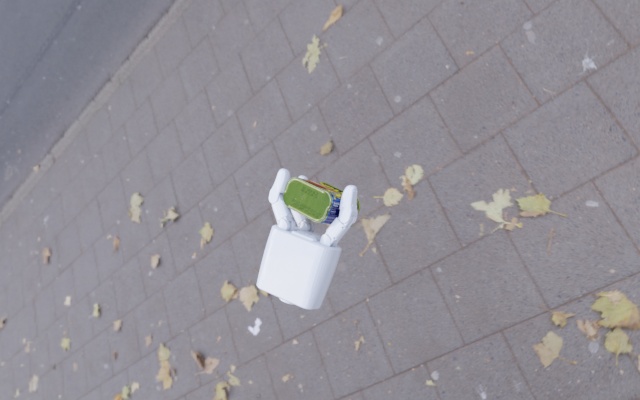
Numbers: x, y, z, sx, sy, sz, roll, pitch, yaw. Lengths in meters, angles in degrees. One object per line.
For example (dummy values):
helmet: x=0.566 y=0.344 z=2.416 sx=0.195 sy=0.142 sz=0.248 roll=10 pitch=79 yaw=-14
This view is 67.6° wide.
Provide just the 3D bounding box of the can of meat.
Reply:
can of meat: x=0.000 y=0.002 z=0.782 sx=0.102 sy=0.057 sz=0.084 roll=26 pitch=9 yaw=35
